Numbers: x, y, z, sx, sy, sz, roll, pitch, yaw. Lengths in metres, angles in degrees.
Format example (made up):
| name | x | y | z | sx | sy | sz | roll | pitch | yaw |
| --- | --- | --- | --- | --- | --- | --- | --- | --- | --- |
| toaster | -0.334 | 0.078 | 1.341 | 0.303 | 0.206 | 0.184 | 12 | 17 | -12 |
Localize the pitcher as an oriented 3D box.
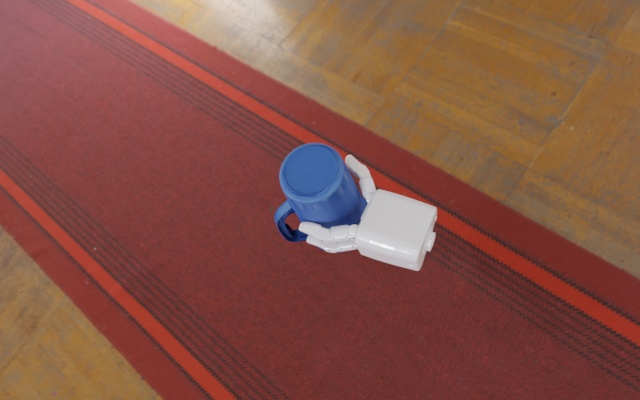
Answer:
| name | x | y | z | sx | sy | sz | roll | pitch | yaw |
| --- | --- | --- | --- | --- | --- | --- | --- | --- | --- |
| pitcher | 0.000 | 0.003 | 0.859 | 0.145 | 0.149 | 0.243 | 20 | -16 | 20 |
